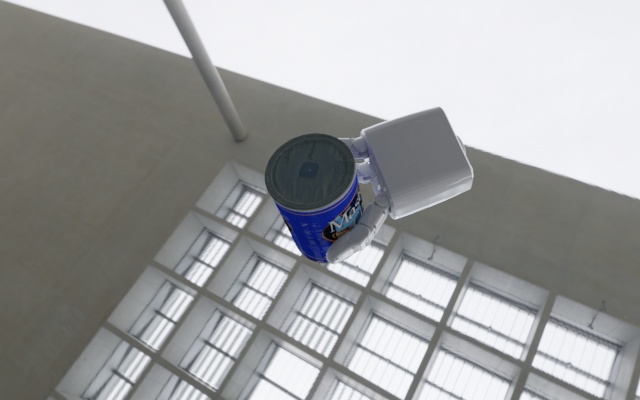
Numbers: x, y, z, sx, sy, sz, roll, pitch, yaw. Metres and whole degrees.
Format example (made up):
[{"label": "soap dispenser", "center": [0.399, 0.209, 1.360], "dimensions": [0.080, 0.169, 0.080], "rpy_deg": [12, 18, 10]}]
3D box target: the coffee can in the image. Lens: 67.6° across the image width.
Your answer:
[{"label": "coffee can", "center": [0.000, 0.002, 0.583], "dimensions": [0.103, 0.102, 0.140], "rpy_deg": [0, -31, 12]}]
